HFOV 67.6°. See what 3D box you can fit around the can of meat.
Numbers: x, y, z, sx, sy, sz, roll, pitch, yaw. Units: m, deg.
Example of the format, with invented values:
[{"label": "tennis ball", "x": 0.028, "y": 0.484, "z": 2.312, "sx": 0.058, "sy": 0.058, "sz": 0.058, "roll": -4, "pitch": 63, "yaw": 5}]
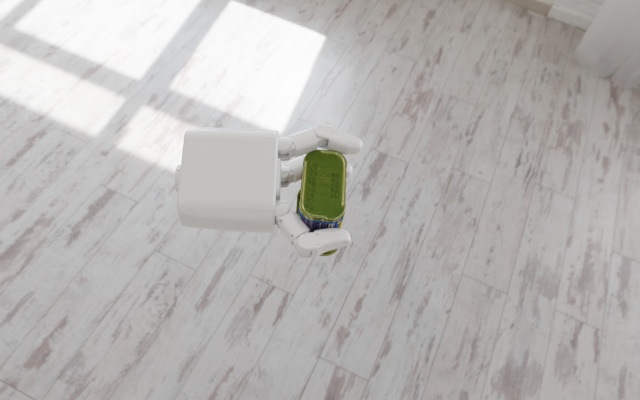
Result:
[{"label": "can of meat", "x": 0.000, "y": 0.002, "z": 0.569, "sx": 0.057, "sy": 0.102, "sz": 0.084, "roll": 5, "pitch": -33, "yaw": -3}]
